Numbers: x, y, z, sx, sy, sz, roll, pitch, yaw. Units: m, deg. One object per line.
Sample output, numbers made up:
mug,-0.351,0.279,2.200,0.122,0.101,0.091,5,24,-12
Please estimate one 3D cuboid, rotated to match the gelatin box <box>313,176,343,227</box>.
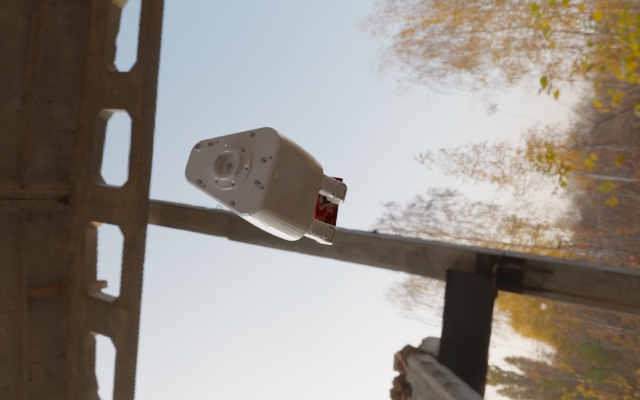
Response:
gelatin box,0.000,0.002,0.639,0.030,0.073,0.089,9,2,21
